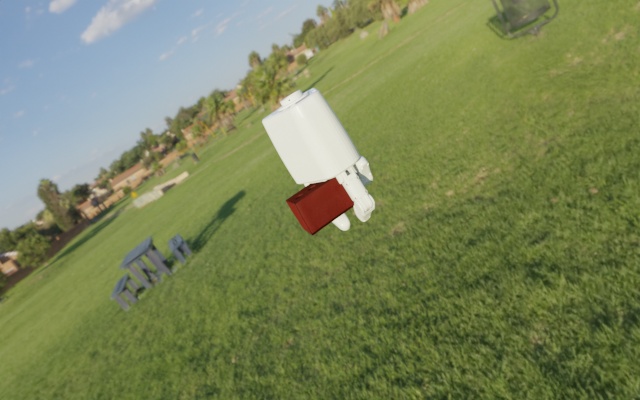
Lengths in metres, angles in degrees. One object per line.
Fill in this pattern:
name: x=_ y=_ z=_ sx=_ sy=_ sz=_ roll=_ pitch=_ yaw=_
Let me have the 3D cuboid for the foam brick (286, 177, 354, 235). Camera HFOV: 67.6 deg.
foam brick: x=0.000 y=0.002 z=0.664 sx=0.078 sy=0.051 sz=0.053 roll=-35 pitch=16 yaw=-12
